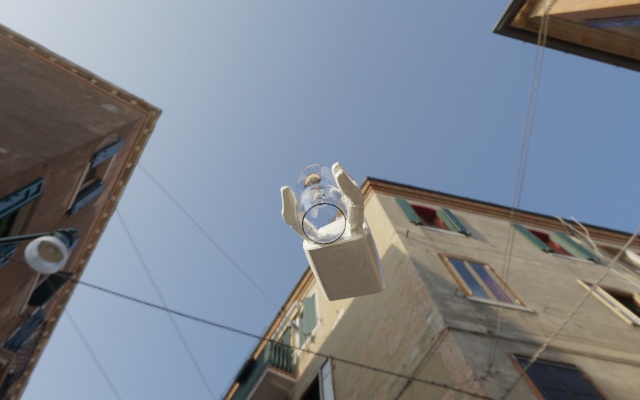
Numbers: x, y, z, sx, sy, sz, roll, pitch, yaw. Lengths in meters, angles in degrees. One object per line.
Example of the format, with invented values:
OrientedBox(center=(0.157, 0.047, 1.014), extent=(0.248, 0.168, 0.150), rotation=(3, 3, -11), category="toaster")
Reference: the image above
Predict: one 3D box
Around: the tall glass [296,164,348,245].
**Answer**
OrientedBox(center=(0.000, 0.002, 0.752), extent=(0.079, 0.079, 0.201), rotation=(0, 18, -3), category="tall glass")
